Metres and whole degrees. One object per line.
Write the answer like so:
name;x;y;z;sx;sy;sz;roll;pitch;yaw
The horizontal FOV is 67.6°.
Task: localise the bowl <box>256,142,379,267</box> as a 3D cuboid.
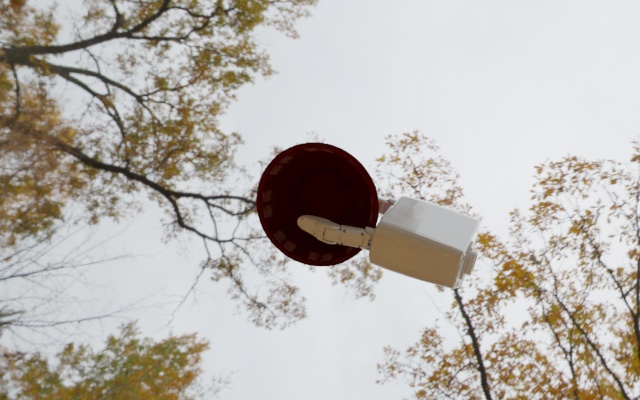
bowl;-0.001;0.001;0.628;0.162;0.162;0.055;0;12;15
